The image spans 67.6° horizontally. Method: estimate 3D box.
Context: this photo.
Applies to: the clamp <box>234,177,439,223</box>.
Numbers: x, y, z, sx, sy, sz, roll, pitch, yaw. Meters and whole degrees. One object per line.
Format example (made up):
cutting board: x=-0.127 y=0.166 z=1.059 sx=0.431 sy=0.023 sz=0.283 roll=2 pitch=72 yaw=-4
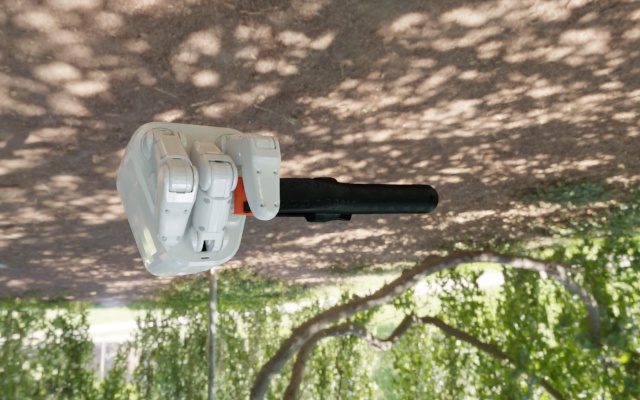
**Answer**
clamp: x=0.000 y=0.002 z=0.406 sx=0.171 sy=0.039 sz=0.120 roll=5 pitch=-14 yaw=-30
